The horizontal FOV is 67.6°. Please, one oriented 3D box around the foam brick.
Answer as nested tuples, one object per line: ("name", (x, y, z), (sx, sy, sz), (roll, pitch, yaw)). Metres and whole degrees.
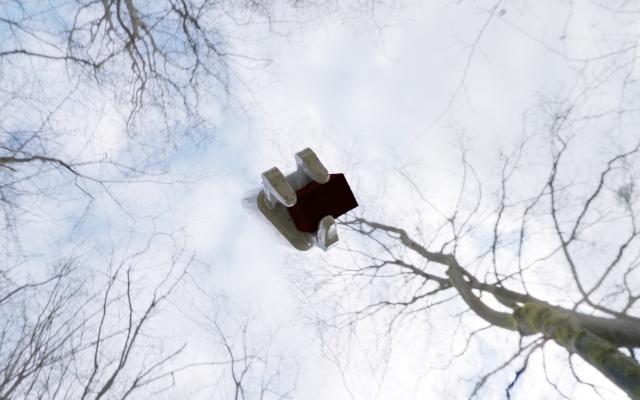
("foam brick", (0.000, 0.002, 0.643), (0.078, 0.053, 0.051), (-29, 12, -22))
